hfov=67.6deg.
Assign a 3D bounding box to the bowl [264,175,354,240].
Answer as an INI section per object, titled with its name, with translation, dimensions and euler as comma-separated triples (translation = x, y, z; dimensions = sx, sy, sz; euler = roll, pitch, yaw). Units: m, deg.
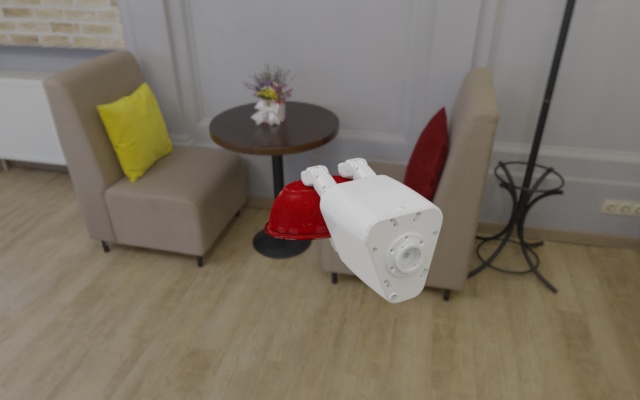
[bowl]
translation = -0.001, 0.002, 0.646
dimensions = 0.162, 0.055, 0.162
euler = -7, 13, 2
